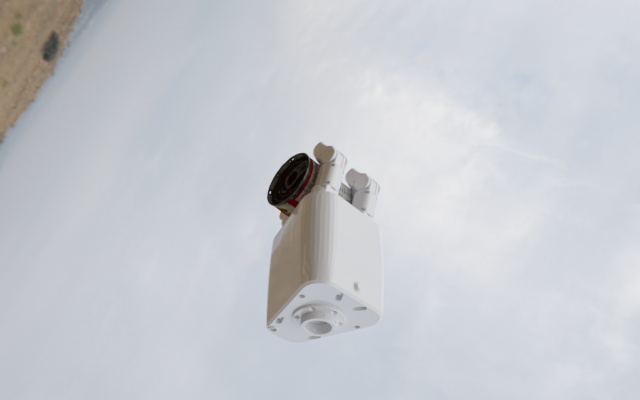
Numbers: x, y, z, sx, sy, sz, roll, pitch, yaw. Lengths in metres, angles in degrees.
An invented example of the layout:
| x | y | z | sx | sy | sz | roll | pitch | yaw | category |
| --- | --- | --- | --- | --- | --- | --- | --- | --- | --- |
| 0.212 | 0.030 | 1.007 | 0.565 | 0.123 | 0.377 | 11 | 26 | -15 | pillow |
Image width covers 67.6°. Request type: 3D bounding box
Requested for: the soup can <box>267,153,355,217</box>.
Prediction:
| x | y | z | sx | sy | sz | roll | pitch | yaw | category |
| --- | --- | --- | --- | --- | --- | --- | --- | --- | --- |
| 0.000 | 0.002 | 0.541 | 0.102 | 0.068 | 0.068 | 35 | -19 | -29 | soup can |
